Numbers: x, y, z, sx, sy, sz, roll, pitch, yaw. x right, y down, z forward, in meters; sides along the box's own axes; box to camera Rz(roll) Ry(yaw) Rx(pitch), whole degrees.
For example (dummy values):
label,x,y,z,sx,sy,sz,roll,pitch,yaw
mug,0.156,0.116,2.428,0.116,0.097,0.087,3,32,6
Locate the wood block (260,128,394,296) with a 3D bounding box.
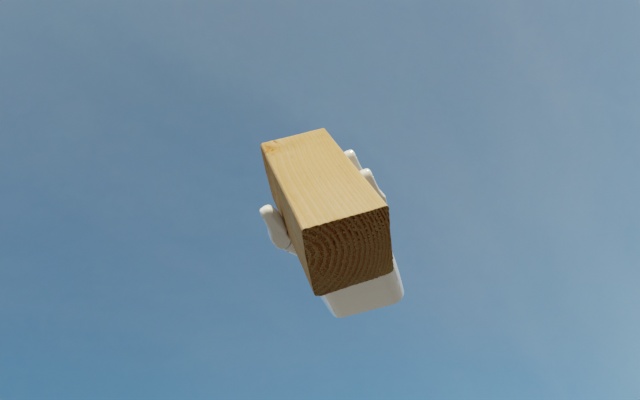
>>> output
label,x,y,z,sx,sy,sz,roll,pitch,yaw
wood block,0.000,0.002,0.558,0.091,0.090,0.206,-16,33,-10
